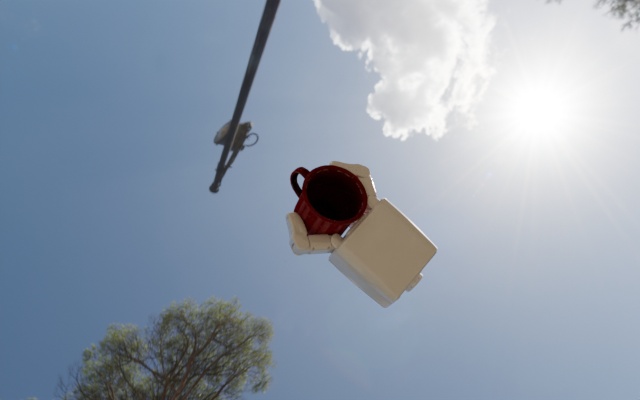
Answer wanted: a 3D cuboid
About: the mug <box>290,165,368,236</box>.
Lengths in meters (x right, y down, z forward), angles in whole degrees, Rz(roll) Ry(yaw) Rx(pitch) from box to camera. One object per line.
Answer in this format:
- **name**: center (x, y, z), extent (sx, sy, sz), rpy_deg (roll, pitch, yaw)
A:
- **mug**: center (-0.001, 0.001, 0.677), extent (0.093, 0.117, 0.081), rpy_deg (-42, -10, -33)
